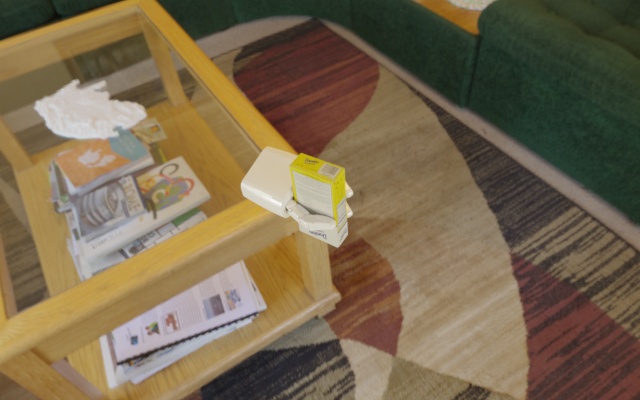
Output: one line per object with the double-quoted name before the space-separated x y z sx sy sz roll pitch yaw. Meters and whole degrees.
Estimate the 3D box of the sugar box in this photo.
"sugar box" 0.000 0.002 0.879 0.093 0.048 0.176 22 -35 24
